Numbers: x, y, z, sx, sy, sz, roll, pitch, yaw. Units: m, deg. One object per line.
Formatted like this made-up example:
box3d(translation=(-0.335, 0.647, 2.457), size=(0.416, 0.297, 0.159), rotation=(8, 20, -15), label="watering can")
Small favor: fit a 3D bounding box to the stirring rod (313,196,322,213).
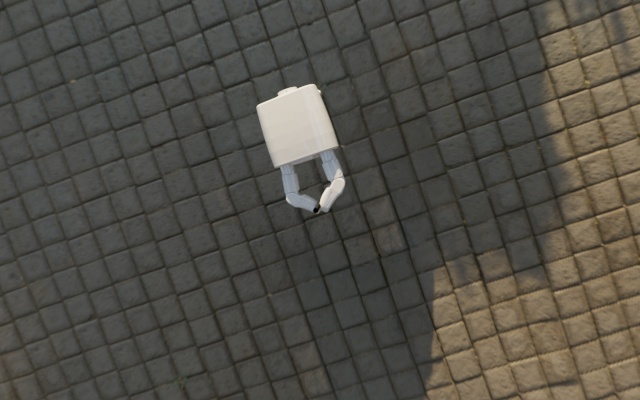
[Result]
box3d(translation=(0.000, 0.003, 0.815), size=(0.011, 0.011, 0.239), rotation=(0, 6, 3), label="stirring rod")
